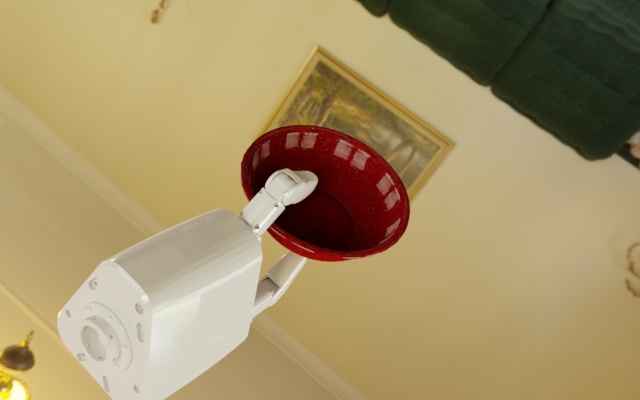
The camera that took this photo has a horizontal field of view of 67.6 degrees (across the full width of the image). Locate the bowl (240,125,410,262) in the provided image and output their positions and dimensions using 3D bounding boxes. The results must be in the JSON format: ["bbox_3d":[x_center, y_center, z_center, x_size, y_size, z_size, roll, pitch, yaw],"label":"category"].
[{"bbox_3d":[0.001,0.001,0.454,0.162,0.162,0.055,0,-40,-22],"label":"bowl"}]
